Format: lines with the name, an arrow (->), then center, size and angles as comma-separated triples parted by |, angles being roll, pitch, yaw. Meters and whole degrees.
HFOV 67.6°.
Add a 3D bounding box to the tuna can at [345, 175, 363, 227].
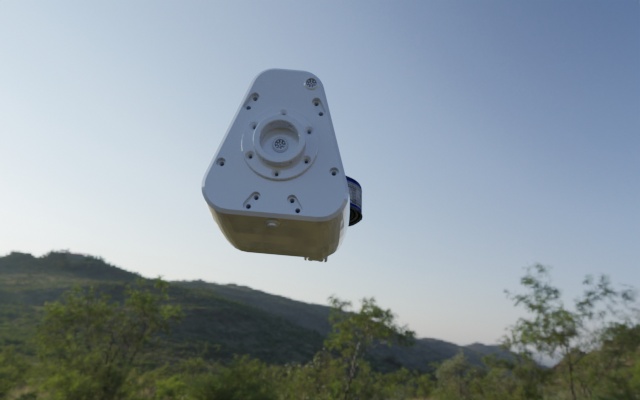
tuna can -> 0.000, 0.001, 0.486 | 0.086, 0.033, 0.086 | 2, -20, 1
